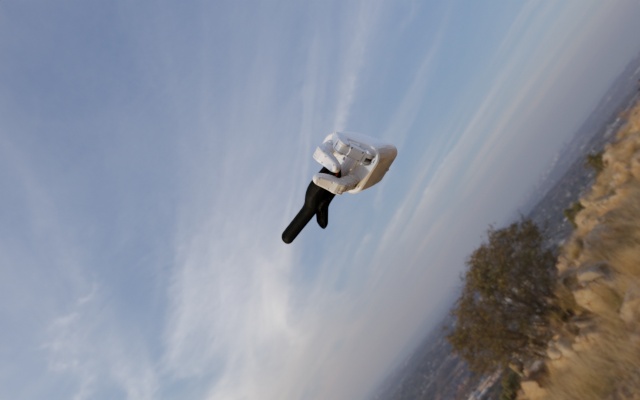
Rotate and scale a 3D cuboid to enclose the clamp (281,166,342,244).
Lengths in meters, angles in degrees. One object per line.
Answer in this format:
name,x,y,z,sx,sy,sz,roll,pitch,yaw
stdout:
clamp,0.000,0.002,0.879,0.039,0.171,0.120,40,26,18
